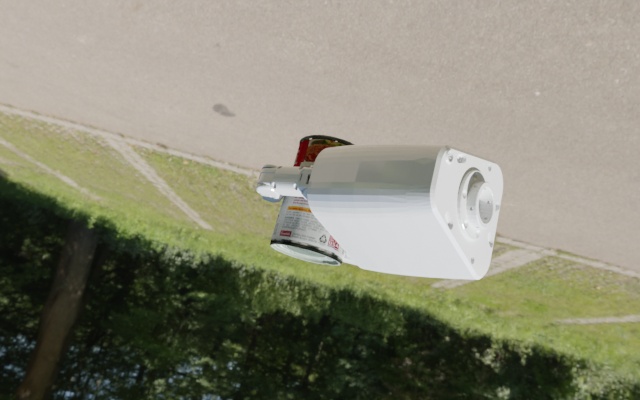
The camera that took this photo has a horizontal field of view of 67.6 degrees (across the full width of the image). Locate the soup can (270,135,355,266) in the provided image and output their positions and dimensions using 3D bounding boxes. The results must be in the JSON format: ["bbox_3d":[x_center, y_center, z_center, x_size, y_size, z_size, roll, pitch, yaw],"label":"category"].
[{"bbox_3d":[0.000,0.002,0.433,0.068,0.102,0.068,15,-15,4],"label":"soup can"}]
